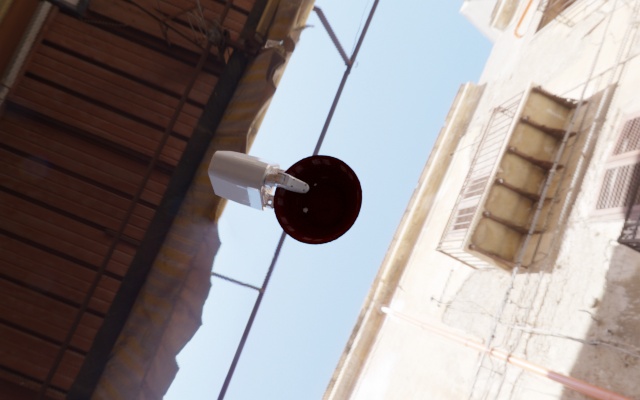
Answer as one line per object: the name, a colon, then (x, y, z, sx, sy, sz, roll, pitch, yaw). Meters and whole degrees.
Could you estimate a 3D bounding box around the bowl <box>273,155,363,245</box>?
bowl: (0.001, 0.004, 0.852, 0.162, 0.162, 0.055, 0, -14, 16)
